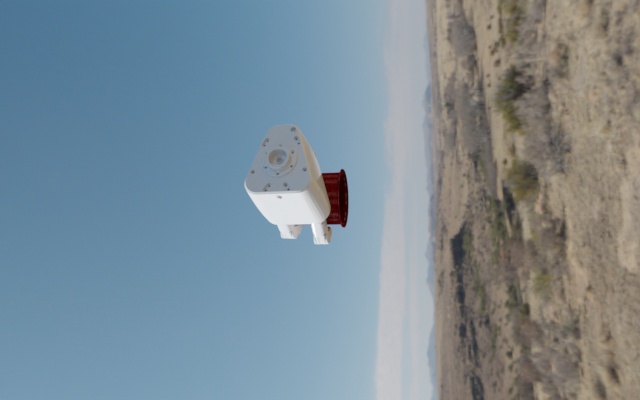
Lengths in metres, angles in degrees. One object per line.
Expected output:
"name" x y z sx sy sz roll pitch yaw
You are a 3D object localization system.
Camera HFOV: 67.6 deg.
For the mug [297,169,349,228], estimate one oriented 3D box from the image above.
"mug" 0.000 0.003 0.770 0.081 0.093 0.117 -1 -24 12
